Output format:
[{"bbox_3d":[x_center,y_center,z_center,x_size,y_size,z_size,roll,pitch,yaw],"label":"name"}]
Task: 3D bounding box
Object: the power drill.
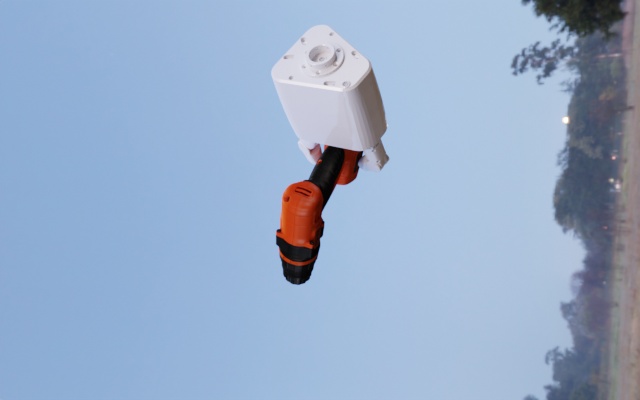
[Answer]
[{"bbox_3d":[0.000,0.002,0.630,0.057,0.187,0.185,19,-38,8],"label":"power drill"}]
